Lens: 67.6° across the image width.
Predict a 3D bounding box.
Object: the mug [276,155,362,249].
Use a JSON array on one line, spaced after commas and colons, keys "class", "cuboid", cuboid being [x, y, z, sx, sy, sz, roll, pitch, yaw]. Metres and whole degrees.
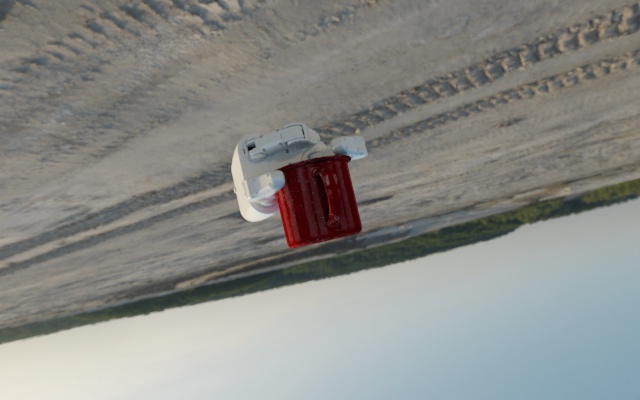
[{"class": "mug", "cuboid": [0.001, 0.002, 0.495, 0.093, 0.081, 0.117, -11, -6, -18]}]
